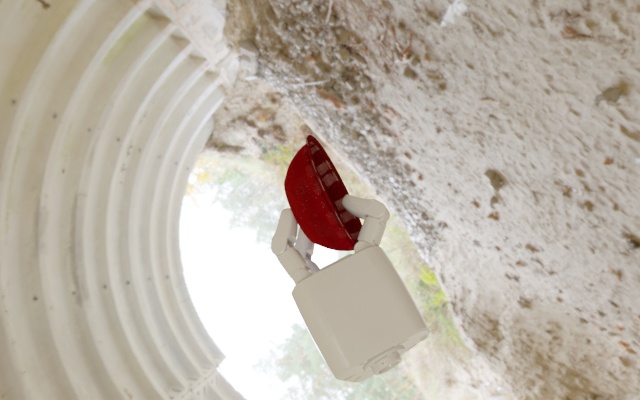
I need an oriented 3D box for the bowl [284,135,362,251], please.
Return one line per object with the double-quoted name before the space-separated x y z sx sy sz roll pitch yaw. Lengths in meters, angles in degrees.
"bowl" -0.001 0.001 0.597 0.055 0.162 0.162 -26 -6 11
